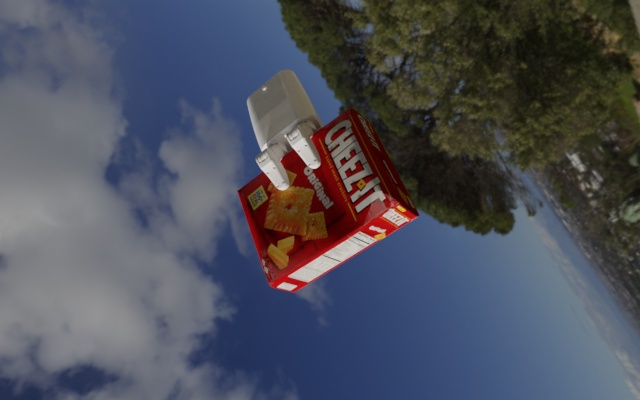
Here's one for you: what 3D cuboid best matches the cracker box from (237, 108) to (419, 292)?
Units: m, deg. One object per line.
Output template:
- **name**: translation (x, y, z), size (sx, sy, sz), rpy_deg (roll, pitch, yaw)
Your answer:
- **cracker box**: translation (0.000, 0.002, 0.656), size (0.214, 0.164, 0.072), rpy_deg (-34, -31, 20)
